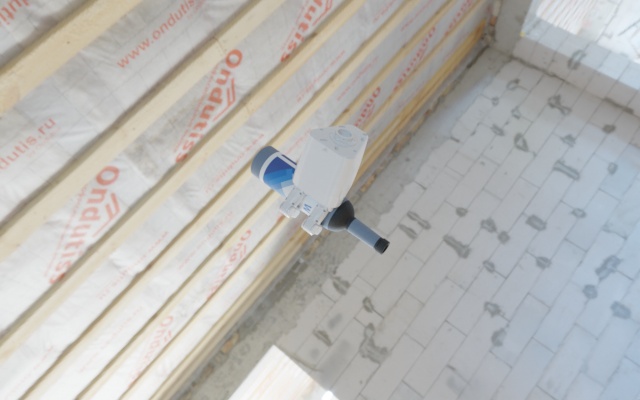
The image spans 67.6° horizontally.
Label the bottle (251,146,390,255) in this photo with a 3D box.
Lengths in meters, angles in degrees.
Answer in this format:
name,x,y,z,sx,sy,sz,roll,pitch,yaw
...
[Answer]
name,x,y,z,sx,sy,sz,roll,pitch,yaw
bottle,0.000,0.003,0.876,0.295,0.069,0.069,36,13,20
